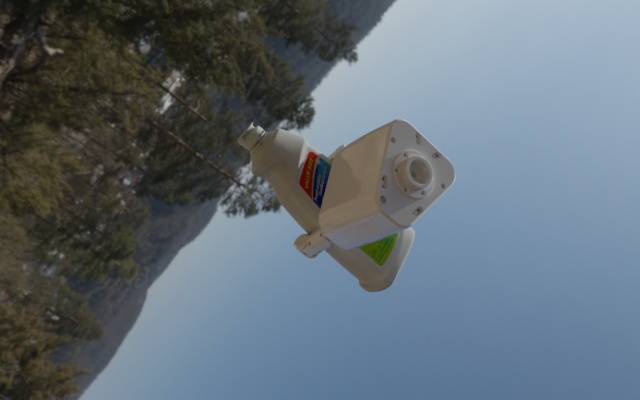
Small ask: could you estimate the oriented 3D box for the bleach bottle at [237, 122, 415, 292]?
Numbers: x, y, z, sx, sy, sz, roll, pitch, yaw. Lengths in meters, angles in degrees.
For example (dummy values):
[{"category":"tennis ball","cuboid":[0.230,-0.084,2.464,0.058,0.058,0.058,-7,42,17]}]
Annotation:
[{"category":"bleach bottle","cuboid":[0.000,0.002,0.592,0.251,0.102,0.068,39,-29,-14]}]
